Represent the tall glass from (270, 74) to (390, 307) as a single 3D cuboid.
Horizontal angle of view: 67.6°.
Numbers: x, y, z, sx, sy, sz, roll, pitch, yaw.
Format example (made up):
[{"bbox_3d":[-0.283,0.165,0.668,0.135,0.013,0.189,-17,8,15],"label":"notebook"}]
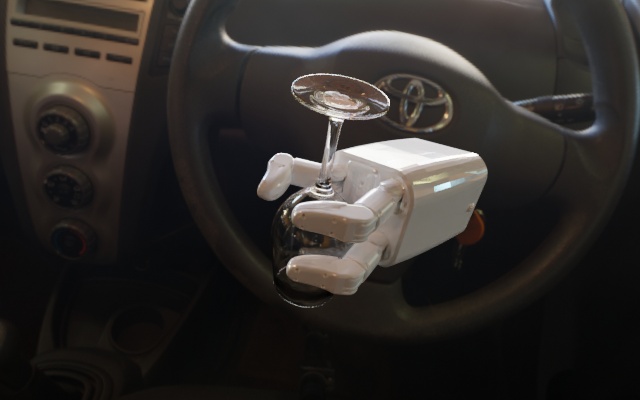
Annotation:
[{"bbox_3d":[0.000,0.001,0.409,0.079,0.201,0.079,7,35,-5],"label":"tall glass"}]
